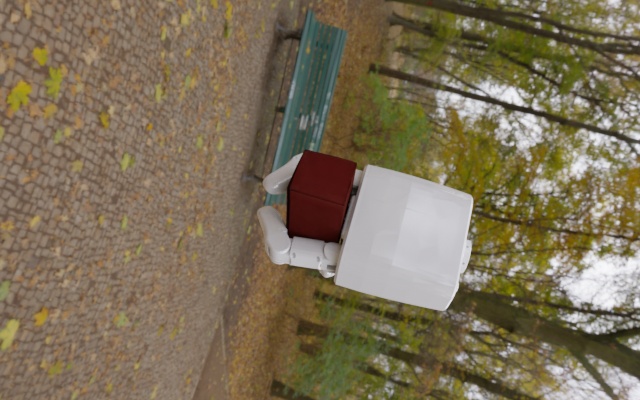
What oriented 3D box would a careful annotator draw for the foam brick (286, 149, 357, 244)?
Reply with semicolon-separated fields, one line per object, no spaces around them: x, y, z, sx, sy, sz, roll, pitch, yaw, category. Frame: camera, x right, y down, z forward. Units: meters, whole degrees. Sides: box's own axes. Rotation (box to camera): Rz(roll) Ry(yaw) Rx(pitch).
0.000;0.001;0.441;0.051;0.053;0.078;15;-38;7;foam brick
